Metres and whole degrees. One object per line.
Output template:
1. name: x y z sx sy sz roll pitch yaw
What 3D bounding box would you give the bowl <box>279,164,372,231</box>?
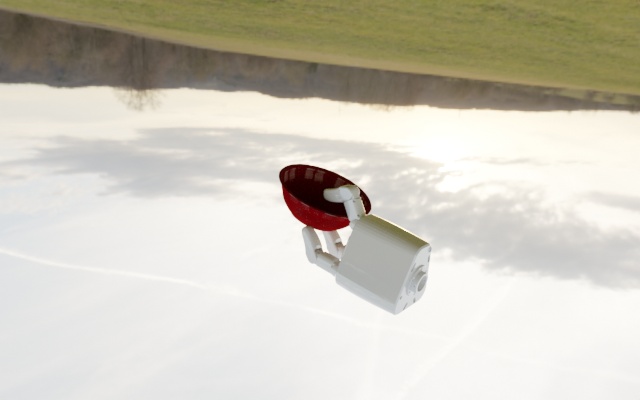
1. bowl: -0.001 0.002 0.791 0.162 0.055 0.162 18 27 -10
